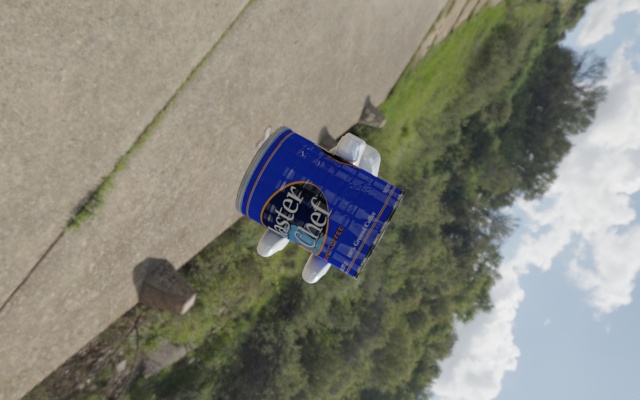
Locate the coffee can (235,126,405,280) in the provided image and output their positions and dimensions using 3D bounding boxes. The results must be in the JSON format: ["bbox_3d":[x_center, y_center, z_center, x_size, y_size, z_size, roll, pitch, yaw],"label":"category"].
[{"bbox_3d":[0.000,0.002,0.488,0.140,0.103,0.103,29,4,7],"label":"coffee can"}]
